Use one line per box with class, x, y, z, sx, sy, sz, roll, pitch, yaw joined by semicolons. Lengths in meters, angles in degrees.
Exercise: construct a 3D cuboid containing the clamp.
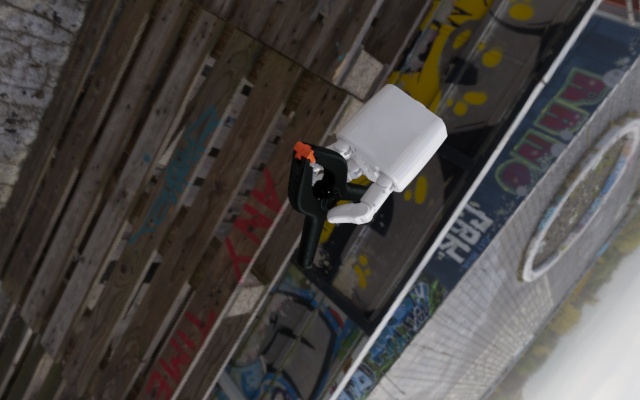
clamp;0.001;0.002;0.649;0.036;0.164;0.210;37;-9;33
